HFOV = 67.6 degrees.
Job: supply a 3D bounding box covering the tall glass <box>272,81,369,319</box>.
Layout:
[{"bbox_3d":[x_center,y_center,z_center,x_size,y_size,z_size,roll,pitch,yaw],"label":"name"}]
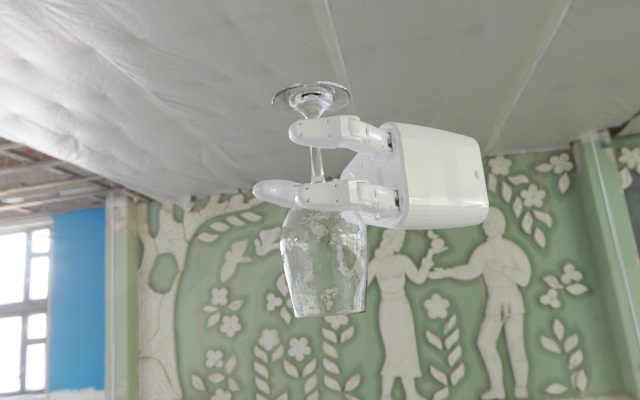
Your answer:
[{"bbox_3d":[0.000,0.001,0.429,0.079,0.201,0.079,-5,-13,-1],"label":"tall glass"}]
